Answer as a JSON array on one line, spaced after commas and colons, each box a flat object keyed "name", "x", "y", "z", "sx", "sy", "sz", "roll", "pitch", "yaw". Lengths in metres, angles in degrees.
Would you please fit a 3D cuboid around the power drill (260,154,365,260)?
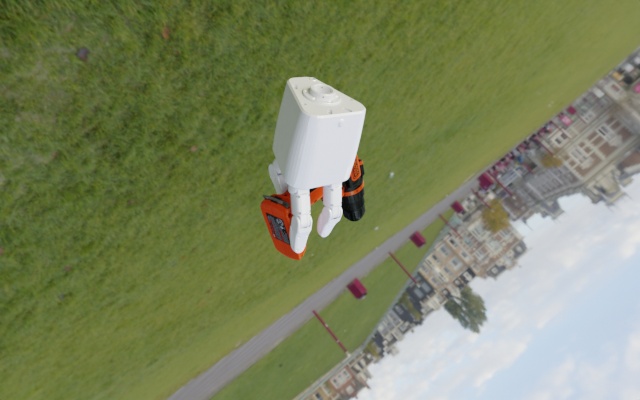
[{"name": "power drill", "x": 0.000, "y": 0.002, "z": 0.737, "sx": 0.057, "sy": 0.185, "sz": 0.187, "roll": 17, "pitch": 49, "yaw": 36}]
